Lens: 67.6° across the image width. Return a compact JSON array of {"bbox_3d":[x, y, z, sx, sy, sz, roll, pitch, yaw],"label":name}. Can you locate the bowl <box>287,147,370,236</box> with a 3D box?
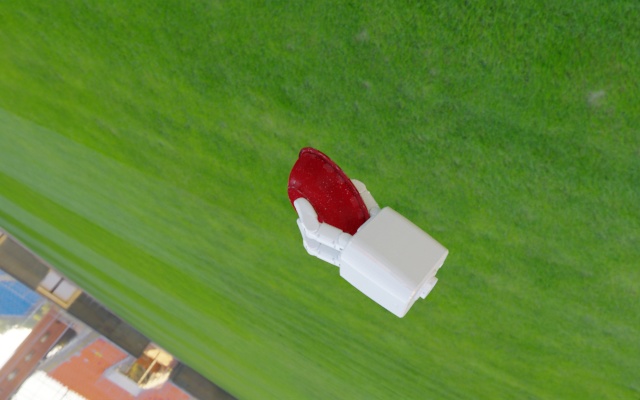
[{"bbox_3d":[-0.001,0.002,0.709,0.055,0.162,0.162,-37,13,-18],"label":"bowl"}]
